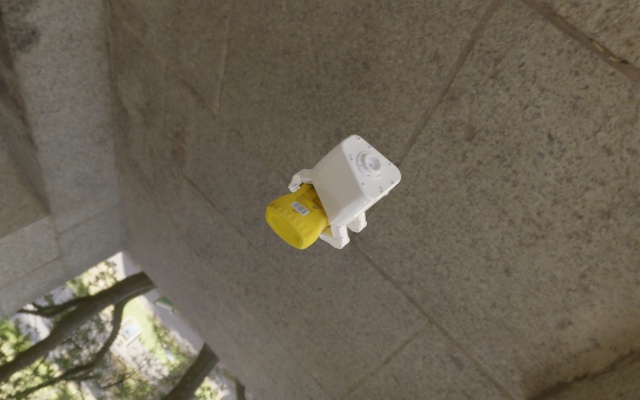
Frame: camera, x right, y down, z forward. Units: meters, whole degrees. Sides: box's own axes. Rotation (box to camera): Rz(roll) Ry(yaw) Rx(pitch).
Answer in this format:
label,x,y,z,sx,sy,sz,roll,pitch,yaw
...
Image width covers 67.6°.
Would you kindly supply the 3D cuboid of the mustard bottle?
label,x,y,z,sx,sy,sz,roll,pitch,yaw
mustard bottle,0.000,0.003,0.849,0.096,0.058,0.191,37,49,22
